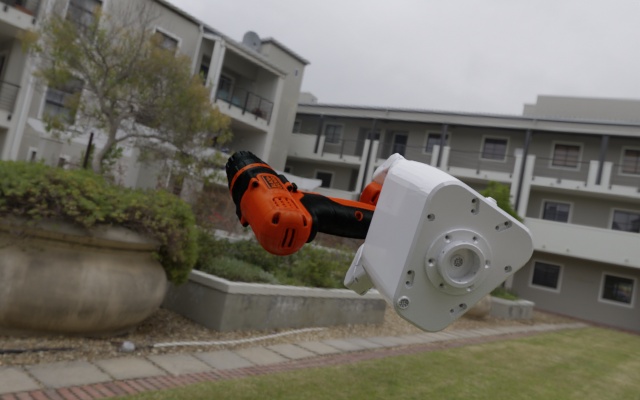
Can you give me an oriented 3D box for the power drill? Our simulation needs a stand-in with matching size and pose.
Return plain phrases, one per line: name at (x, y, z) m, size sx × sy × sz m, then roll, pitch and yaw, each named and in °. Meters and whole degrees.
power drill at (0.001, 0.002, 0.502) m, size 0.187 × 0.057 × 0.184 m, roll 5°, pitch 24°, yaw -25°
